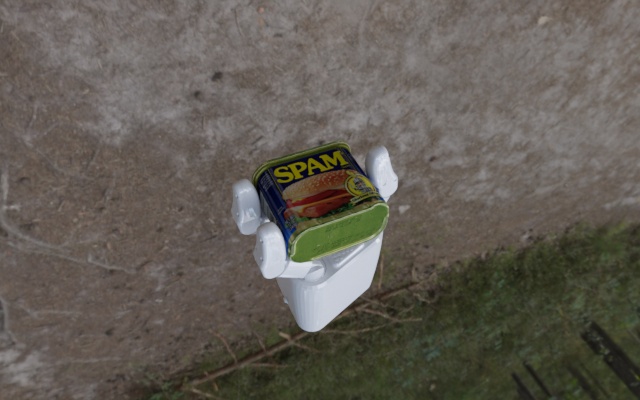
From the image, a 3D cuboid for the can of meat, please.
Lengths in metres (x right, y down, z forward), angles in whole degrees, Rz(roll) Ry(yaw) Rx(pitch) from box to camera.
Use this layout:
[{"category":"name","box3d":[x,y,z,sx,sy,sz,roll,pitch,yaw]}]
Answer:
[{"category":"can of meat","box3d":[0.000,0.002,0.434,0.102,0.084,0.057,-18,-37,-19]}]
